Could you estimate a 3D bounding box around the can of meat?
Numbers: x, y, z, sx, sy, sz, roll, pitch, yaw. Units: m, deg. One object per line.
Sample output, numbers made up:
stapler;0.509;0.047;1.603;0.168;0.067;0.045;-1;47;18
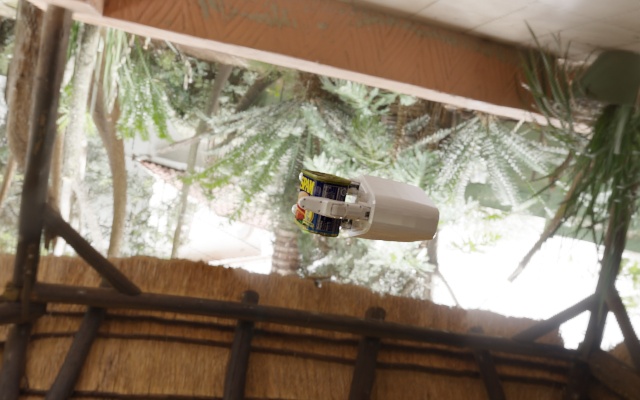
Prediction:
can of meat;0.000;0.003;0.711;0.057;0.084;0.102;8;7;-18
